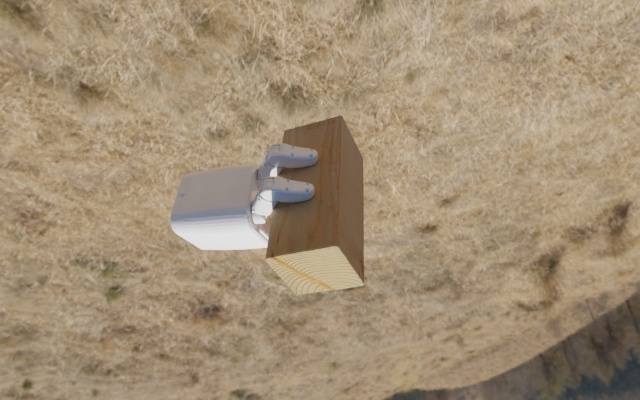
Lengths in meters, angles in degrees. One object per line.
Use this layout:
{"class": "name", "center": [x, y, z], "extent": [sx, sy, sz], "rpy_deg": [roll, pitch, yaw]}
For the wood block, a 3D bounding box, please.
{"class": "wood block", "center": [0.000, 0.002, 0.605], "extent": [0.090, 0.206, 0.091], "rpy_deg": [-12, -41, 19]}
